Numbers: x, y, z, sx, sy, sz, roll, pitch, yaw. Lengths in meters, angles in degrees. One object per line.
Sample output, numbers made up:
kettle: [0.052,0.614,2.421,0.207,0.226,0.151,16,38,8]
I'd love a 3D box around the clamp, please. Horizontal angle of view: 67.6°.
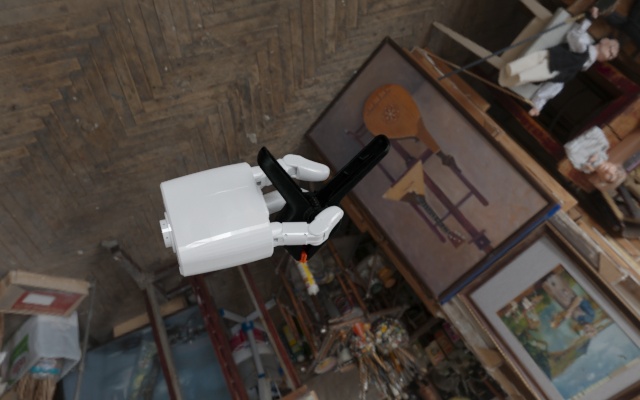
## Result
clamp: [0.000,0.003,0.603,0.164,0.036,0.210,-13,-40,-19]
